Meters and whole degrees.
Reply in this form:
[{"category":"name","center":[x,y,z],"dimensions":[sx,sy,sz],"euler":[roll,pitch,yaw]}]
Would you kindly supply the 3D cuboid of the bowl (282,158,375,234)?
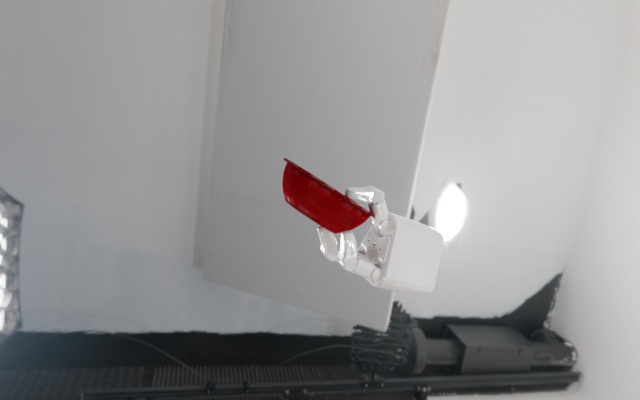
[{"category":"bowl","center":[-0.001,0.002,0.711],"dimensions":[0.162,0.055,0.162],"euler":[33,1,-1]}]
